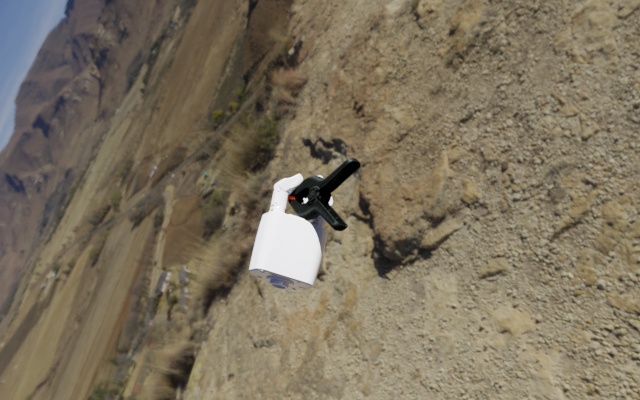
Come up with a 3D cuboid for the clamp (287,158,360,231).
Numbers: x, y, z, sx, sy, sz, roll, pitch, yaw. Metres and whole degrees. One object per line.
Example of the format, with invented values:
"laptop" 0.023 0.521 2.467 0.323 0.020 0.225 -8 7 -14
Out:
"clamp" 0.000 0.002 0.808 0.039 0.120 0.171 27 -27 -29
